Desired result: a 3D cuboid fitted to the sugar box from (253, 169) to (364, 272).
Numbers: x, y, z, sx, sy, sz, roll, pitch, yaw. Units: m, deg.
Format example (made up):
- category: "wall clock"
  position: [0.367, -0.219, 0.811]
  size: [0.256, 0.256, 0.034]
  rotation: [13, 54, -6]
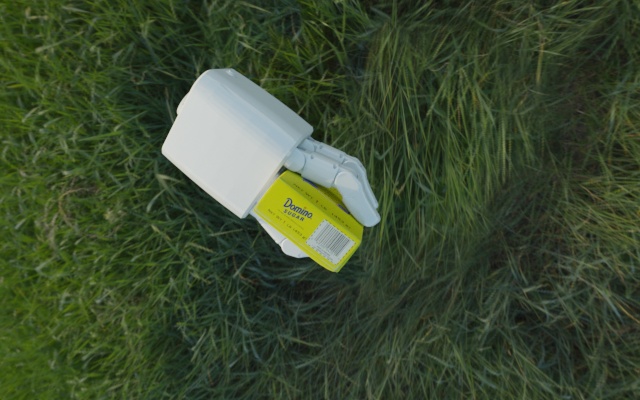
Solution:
- category: "sugar box"
  position: [0.000, 0.001, 0.490]
  size: [0.093, 0.048, 0.176]
  rotation: [38, 18, -3]
